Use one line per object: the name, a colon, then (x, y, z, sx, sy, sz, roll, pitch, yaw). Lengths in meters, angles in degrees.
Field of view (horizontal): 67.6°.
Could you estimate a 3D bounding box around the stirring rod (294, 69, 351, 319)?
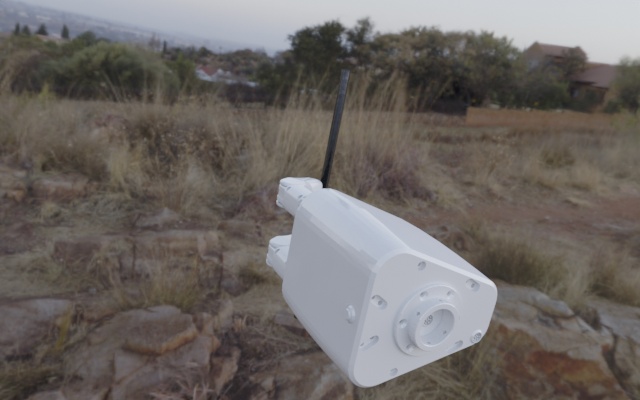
stirring rod: (0.000, 0.002, 0.442, 0.011, 0.239, 0.011, 10, 15, -3)
